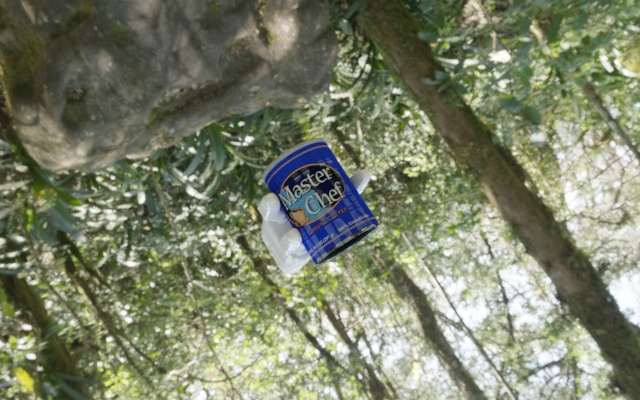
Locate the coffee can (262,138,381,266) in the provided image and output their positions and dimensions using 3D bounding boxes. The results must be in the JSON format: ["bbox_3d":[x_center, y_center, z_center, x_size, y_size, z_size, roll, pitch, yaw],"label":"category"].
[{"bbox_3d":[0.000,0.002,0.642,0.103,0.140,0.103,-31,-12,-7],"label":"coffee can"}]
